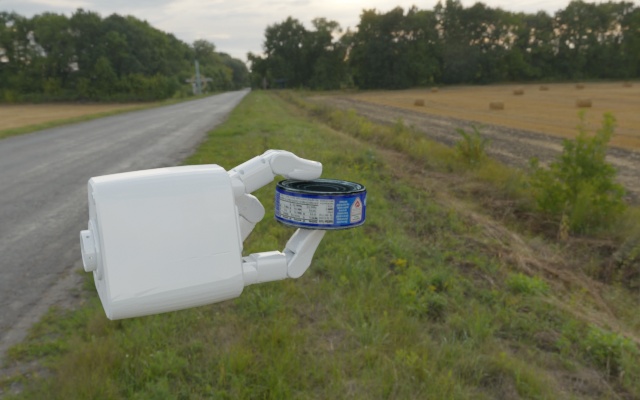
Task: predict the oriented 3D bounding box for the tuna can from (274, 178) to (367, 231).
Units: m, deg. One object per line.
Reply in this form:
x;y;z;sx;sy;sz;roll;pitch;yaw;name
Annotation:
0.000;0.001;0.445;0.086;0.034;0.086;3;11;-1;tuna can
